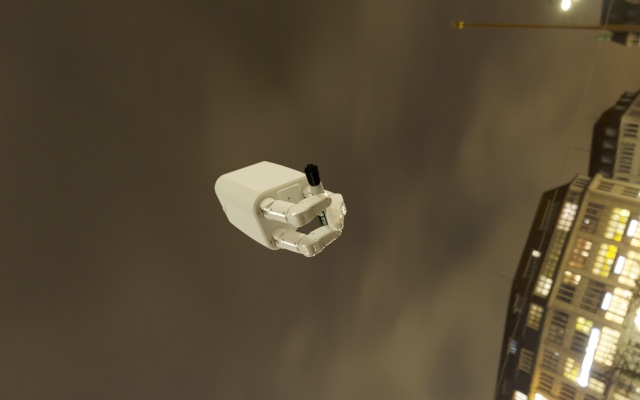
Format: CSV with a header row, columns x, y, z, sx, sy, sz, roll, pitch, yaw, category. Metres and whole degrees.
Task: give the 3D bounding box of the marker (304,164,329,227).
x,y,z,sx,sy,sz,roll,pitch,yaw,category
0.000,0.002,0.645,0.020,0.121,0.020,-11,36,8,marker
